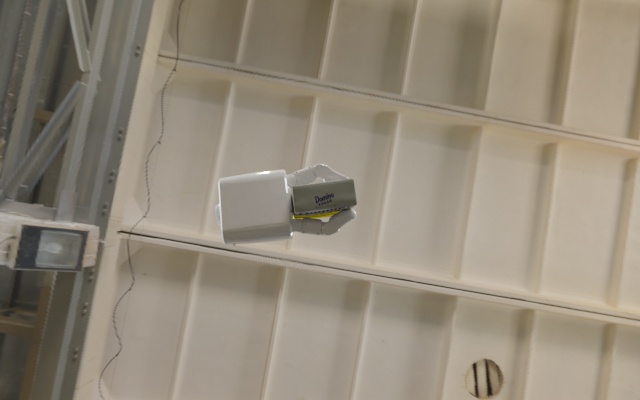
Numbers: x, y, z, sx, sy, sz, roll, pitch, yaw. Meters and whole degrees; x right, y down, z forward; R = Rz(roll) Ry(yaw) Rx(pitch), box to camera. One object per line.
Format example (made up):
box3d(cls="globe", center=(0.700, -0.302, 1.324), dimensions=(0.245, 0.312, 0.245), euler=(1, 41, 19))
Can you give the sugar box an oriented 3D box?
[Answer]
box3d(cls="sugar box", center=(0.000, 0.003, 0.769), dimensions=(0.093, 0.048, 0.176), euler=(-7, -3, -4))
